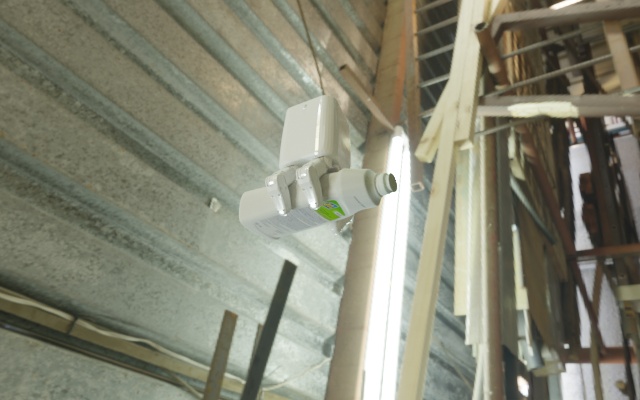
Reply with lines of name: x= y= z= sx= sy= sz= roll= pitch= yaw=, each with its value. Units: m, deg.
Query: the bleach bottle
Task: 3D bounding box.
bleach bottle: x=0.000 y=0.002 z=0.722 sx=0.251 sy=0.068 sz=0.103 roll=-13 pitch=-29 yaw=32
